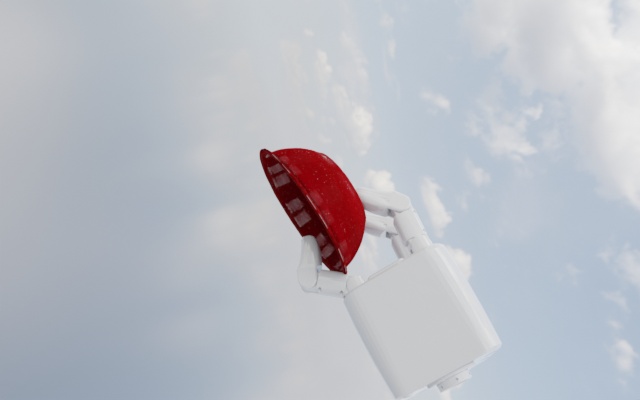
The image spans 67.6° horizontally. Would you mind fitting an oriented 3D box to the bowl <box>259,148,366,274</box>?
[{"bbox_3d":[0.000,0.000,0.513,0.055,0.162,0.162,-34,8,-13],"label":"bowl"}]
